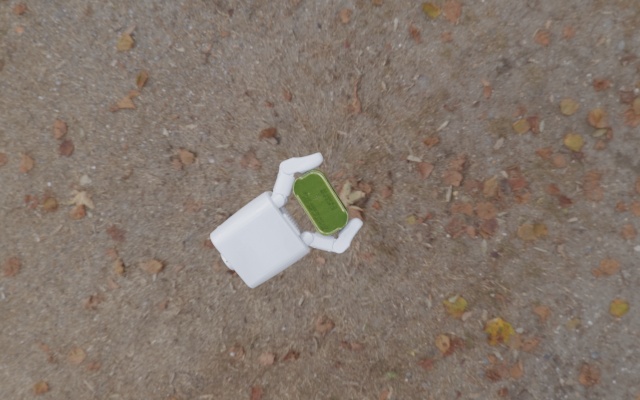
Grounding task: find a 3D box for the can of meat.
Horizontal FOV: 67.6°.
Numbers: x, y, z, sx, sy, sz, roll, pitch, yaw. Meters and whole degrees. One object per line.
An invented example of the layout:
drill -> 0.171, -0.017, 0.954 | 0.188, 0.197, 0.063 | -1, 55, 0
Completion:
can of meat -> 0.000, 0.002, 0.722 | 0.057, 0.102, 0.084 | -33, 2, 2
